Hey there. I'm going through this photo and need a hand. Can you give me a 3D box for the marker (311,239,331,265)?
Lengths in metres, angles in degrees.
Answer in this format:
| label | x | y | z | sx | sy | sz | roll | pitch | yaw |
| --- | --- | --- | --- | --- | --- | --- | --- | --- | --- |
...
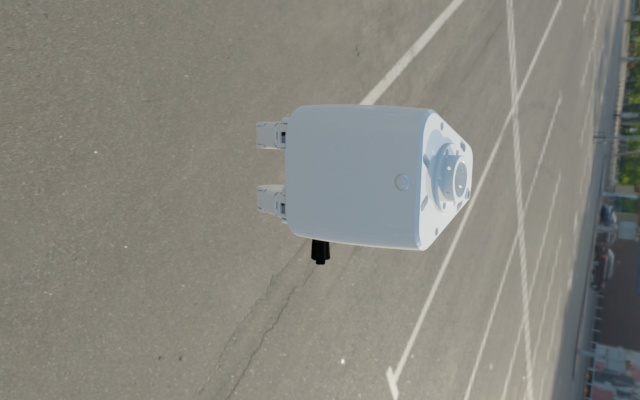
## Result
| label | x | y | z | sx | sy | sz | roll | pitch | yaw |
| --- | --- | --- | --- | --- | --- | --- | --- | --- | --- |
| marker | 0.000 | 0.001 | 0.450 | 0.020 | 0.121 | 0.020 | 0 | 9 | 0 |
